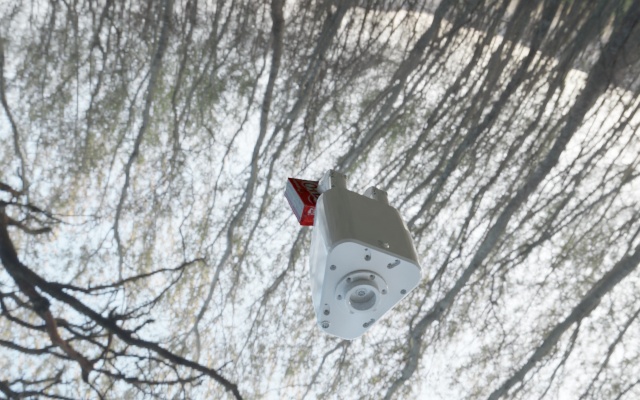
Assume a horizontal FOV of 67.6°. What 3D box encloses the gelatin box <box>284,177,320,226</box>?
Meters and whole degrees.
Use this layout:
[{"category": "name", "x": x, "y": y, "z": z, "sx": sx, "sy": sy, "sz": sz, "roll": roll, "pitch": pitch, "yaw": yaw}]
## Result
[{"category": "gelatin box", "x": 0.000, "y": 0.002, "z": 0.606, "sx": 0.073, "sy": 0.030, "sz": 0.089, "roll": 6, "pitch": 23, "yaw": -21}]
